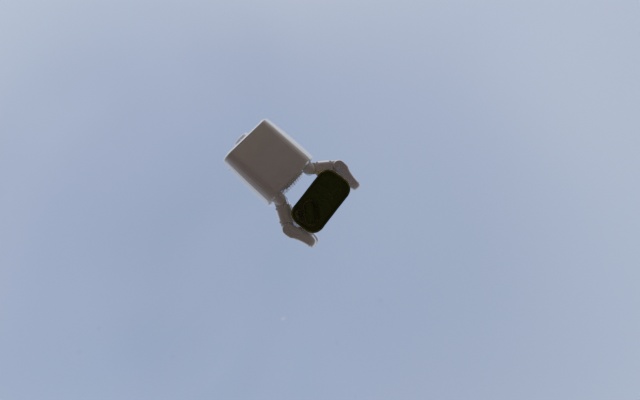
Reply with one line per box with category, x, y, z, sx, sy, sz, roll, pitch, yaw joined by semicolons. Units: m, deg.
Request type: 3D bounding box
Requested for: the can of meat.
can of meat;0.000;0.003;0.783;0.057;0.102;0.084;38;-2;1
